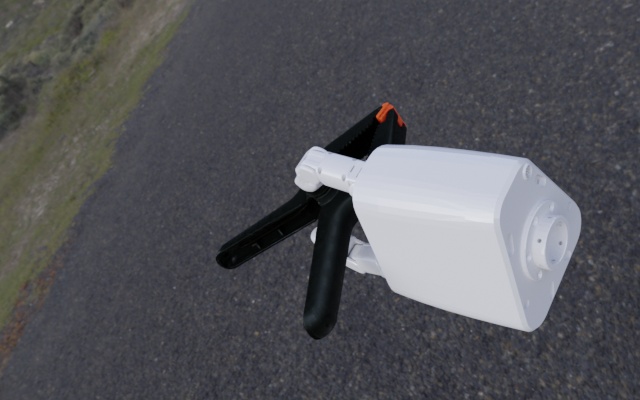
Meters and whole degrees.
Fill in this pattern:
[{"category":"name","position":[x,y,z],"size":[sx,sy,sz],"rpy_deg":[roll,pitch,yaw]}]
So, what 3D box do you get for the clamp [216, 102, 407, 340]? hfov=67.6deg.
[{"category":"clamp","position":[0.000,0.000,0.417],"size":[0.164,0.210,0.036],"rpy_deg":[12,-27,48]}]
